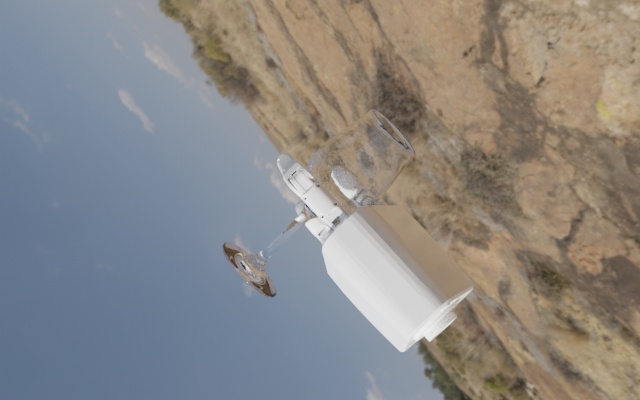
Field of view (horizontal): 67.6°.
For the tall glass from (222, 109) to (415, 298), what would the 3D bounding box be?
[{"bbox_3d":[-0.001,0.002,0.474,0.201,0.079,0.079,-44,-4,4],"label":"tall glass"}]
